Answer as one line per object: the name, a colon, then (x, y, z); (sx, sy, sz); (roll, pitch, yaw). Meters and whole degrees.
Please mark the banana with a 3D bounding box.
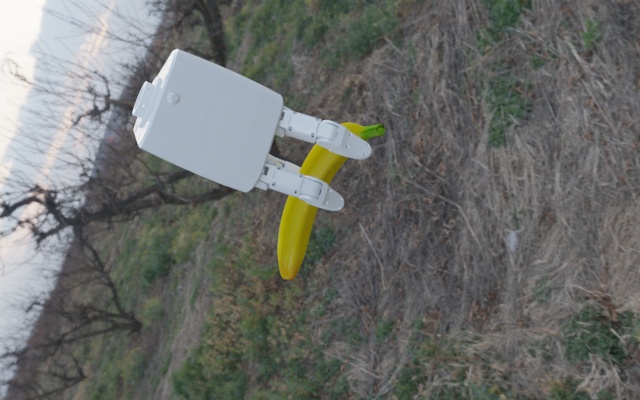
banana: (-0.005, -0.009, 0.526); (0.037, 0.198, 0.069); (21, 15, -32)
